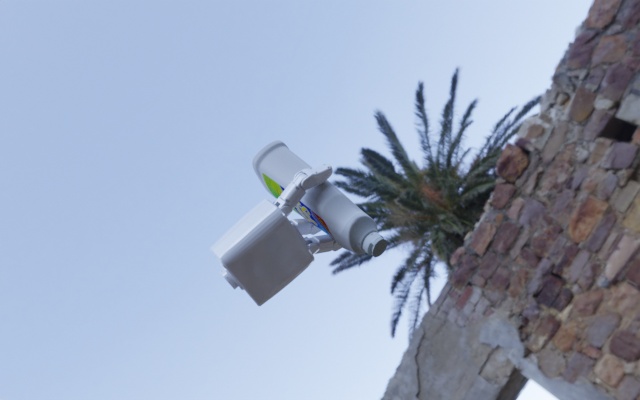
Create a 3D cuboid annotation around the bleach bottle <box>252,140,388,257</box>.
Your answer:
[{"bbox_3d":[0.000,0.002,0.713,0.068,0.103,0.250,-41,48,-15],"label":"bleach bottle"}]
